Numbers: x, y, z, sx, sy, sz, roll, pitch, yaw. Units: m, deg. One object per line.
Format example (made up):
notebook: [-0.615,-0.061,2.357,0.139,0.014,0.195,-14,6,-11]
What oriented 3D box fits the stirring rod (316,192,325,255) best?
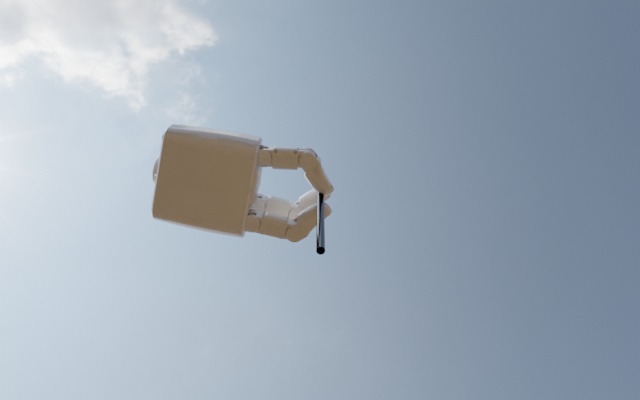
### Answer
stirring rod: [0.000,0.002,0.537,0.011,0.011,0.239,0,21,0]
